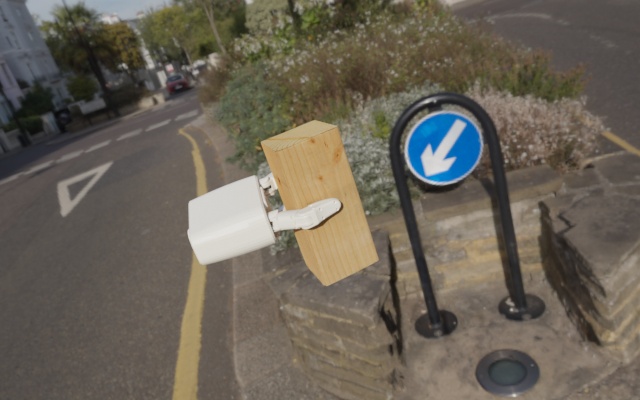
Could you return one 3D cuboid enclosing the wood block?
[{"bbox_3d":[0.000,0.002,0.678,0.090,0.206,0.090,-24,21,-13],"label":"wood block"}]
